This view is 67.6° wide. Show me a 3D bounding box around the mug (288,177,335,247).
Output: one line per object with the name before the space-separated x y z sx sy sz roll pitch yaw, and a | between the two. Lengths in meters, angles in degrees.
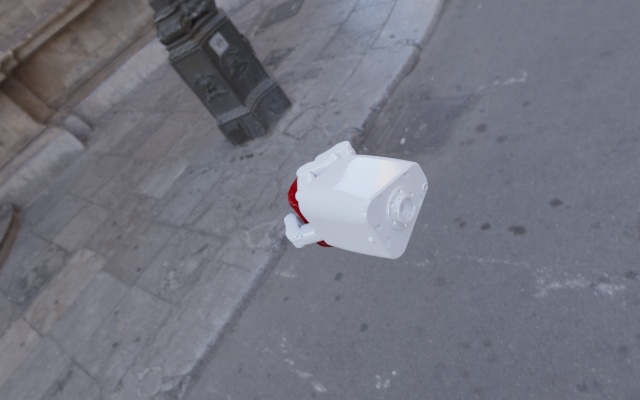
mug | -0.001 0.002 0.667 0.117 0.093 0.081 9 -34 46
